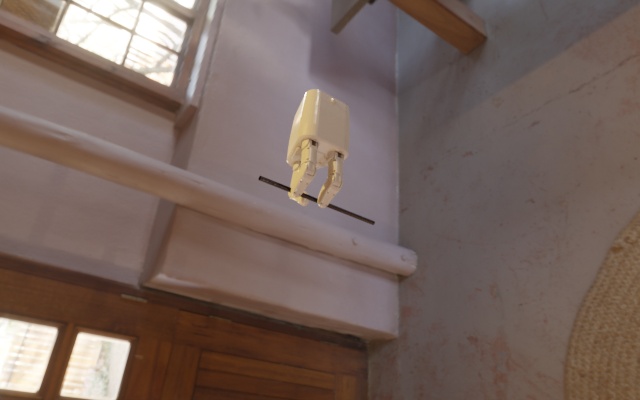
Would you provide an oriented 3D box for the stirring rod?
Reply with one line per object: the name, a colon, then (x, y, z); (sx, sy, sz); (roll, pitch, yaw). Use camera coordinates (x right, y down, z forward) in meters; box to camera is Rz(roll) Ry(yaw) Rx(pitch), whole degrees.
stirring rod: (0.000, 0.003, 0.826); (0.239, 0.011, 0.011); (22, -11, -29)
